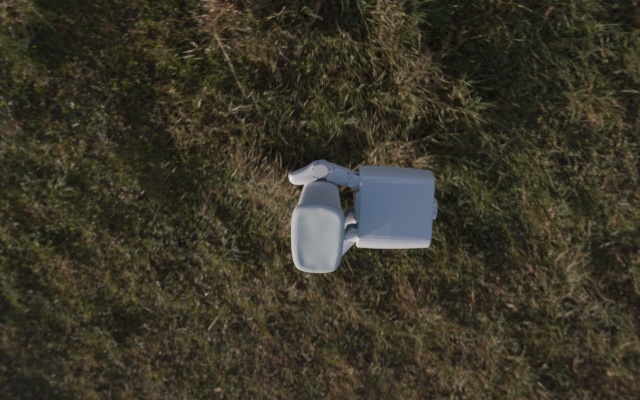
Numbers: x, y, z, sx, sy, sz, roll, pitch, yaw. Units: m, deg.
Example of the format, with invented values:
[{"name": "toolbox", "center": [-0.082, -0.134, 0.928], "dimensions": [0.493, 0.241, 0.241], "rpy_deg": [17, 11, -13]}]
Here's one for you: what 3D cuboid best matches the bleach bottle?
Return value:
[{"name": "bleach bottle", "center": [0.000, 0.002, 0.714], "dimensions": [0.068, 0.103, 0.250], "rpy_deg": [3, 24, 1]}]
